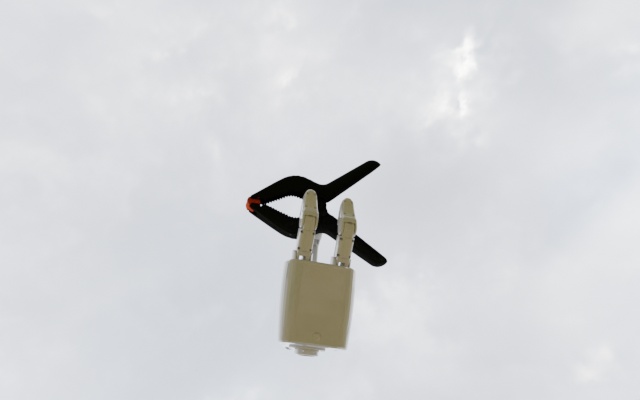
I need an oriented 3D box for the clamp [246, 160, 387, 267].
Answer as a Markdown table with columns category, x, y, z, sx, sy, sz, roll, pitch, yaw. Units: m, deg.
| category | x | y | z | sx | sy | sz | roll | pitch | yaw |
| --- | --- | --- | --- | --- | --- | --- | --- | --- | --- |
| clamp | -0.001 | 0.003 | 0.693 | 0.210 | 0.164 | 0.036 | 10 | -23 | -11 |
